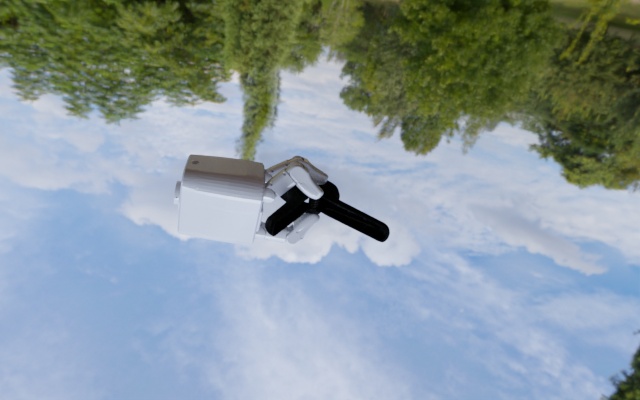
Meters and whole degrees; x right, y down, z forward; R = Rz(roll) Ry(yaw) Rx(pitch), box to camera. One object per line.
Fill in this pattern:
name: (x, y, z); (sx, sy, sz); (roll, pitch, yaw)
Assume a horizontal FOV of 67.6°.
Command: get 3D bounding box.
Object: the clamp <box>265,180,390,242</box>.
clamp: (0.000, 0.003, 0.681); (0.164, 0.036, 0.210); (8, 22, -12)
